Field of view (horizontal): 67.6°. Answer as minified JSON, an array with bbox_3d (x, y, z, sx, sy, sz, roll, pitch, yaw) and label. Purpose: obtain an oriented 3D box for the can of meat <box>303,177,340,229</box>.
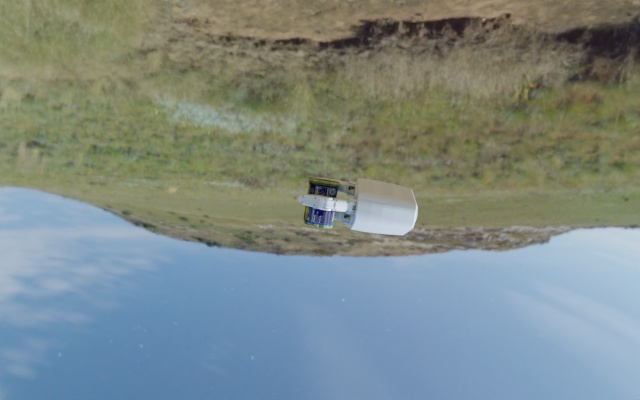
[{"bbox_3d":[0.000,0.003,0.887,0.057,0.084,0.102,8,5,-3],"label":"can of meat"}]
